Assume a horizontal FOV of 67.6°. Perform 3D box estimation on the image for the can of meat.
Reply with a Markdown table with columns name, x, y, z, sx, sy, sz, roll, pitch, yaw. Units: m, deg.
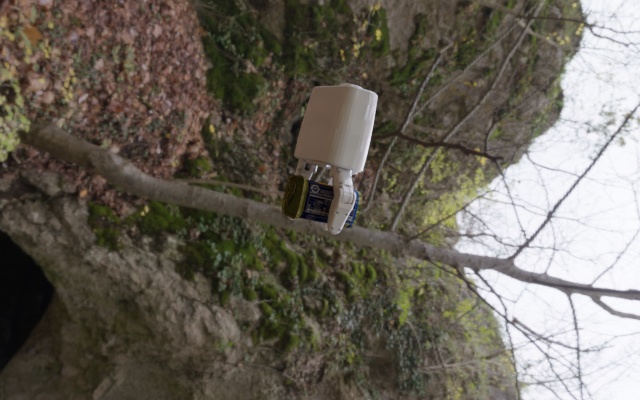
| name | x | y | z | sx | sy | sz | roll | pitch | yaw |
| --- | --- | --- | --- | --- | --- | --- | --- | --- | --- |
| can of meat | 0.000 | 0.002 | 0.658 | 0.084 | 0.057 | 0.102 | 13 | 1 | -17 |
